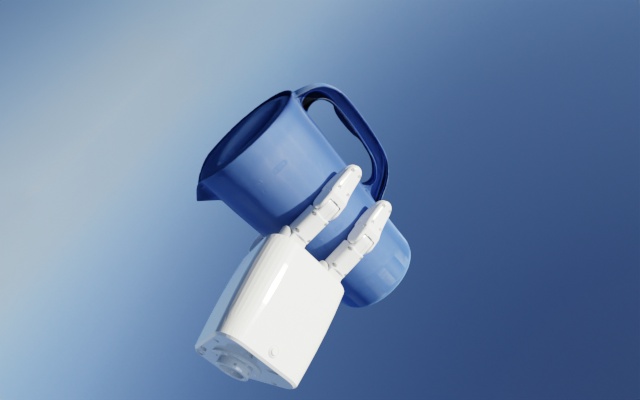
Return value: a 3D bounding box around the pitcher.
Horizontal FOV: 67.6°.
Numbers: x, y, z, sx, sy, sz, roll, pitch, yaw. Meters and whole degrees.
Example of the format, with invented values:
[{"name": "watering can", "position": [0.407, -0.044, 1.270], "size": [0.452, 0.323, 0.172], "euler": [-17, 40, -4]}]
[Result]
[{"name": "pitcher", "position": [0.000, 0.002, 0.530], "size": [0.149, 0.145, 0.243], "euler": [-18, -56, 45]}]
